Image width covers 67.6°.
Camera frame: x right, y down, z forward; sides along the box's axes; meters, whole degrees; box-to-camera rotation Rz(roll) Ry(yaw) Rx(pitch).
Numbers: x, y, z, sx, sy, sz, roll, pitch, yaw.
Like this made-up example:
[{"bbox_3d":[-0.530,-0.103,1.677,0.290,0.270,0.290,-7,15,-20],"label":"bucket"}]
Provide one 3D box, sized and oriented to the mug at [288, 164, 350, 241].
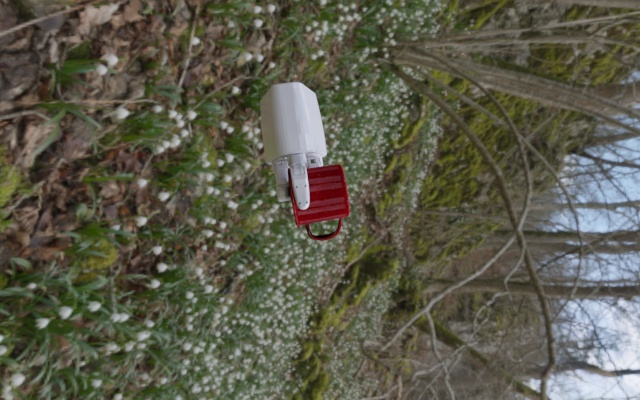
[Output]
[{"bbox_3d":[0.001,0.004,0.719,0.081,0.117,0.093,-9,2,0],"label":"mug"}]
